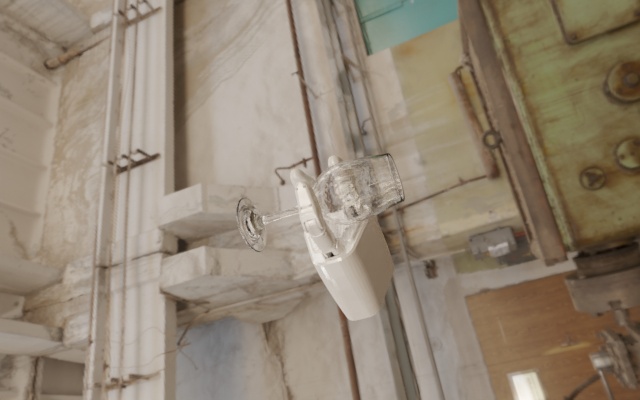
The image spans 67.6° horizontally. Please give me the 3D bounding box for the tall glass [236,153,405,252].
[{"bbox_3d":[-0.001,0.002,0.597,0.201,0.079,0.079,-19,-6,17],"label":"tall glass"}]
